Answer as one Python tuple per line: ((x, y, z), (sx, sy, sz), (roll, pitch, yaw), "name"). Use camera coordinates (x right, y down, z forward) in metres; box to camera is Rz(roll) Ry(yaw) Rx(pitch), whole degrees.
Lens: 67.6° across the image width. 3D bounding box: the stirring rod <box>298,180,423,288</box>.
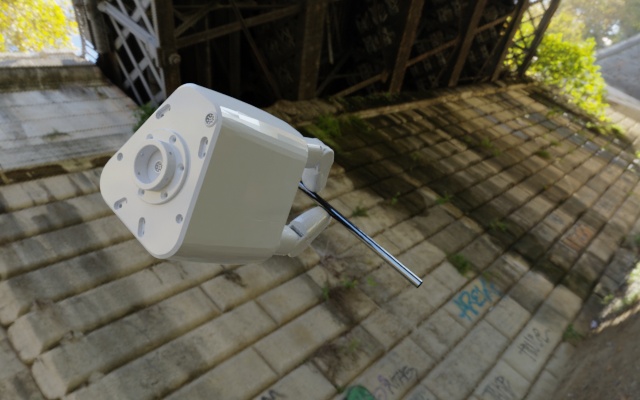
((0.000, 0.001, 0.452), (0.239, 0.011, 0.011), (40, 20, 26), "stirring rod")
